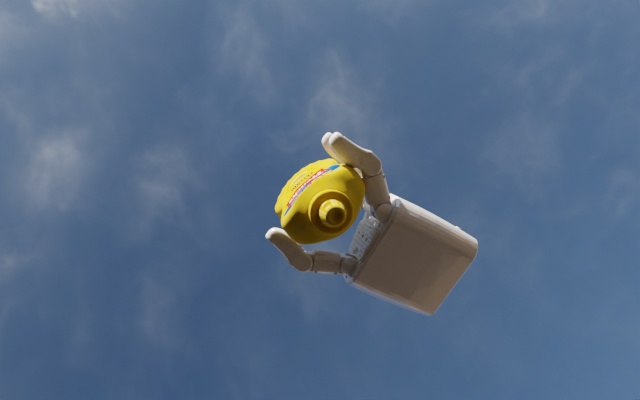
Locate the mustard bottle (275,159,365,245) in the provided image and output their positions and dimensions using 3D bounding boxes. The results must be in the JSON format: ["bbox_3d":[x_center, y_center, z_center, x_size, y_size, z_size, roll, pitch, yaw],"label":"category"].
[{"bbox_3d":[0.000,0.001,0.508,0.096,0.058,0.191,-40,12,-1],"label":"mustard bottle"}]
